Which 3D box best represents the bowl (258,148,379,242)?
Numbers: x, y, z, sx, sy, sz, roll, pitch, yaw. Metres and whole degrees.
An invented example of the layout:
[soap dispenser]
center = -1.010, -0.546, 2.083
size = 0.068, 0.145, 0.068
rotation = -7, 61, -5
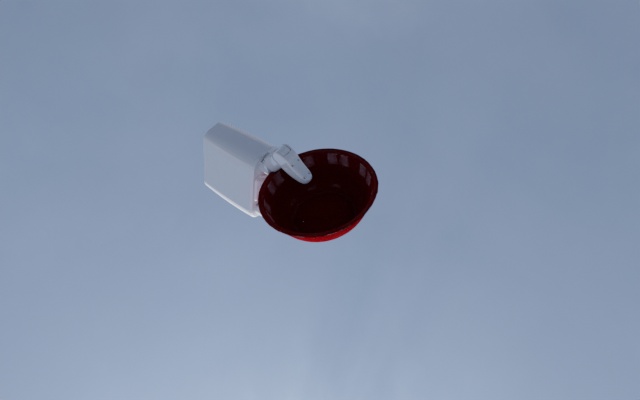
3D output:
[bowl]
center = 0.001, 0.003, 0.646
size = 0.162, 0.162, 0.055
rotation = 0, -43, 15
